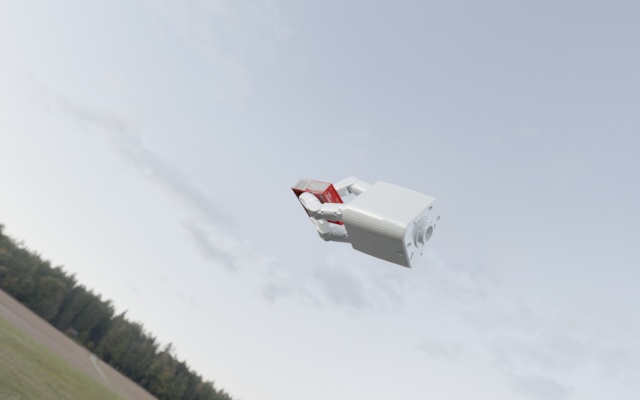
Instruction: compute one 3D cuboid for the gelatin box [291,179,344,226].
[{"bbox_3d":[0.000,0.002,0.810,0.089,0.073,0.030,12,51,49],"label":"gelatin box"}]
